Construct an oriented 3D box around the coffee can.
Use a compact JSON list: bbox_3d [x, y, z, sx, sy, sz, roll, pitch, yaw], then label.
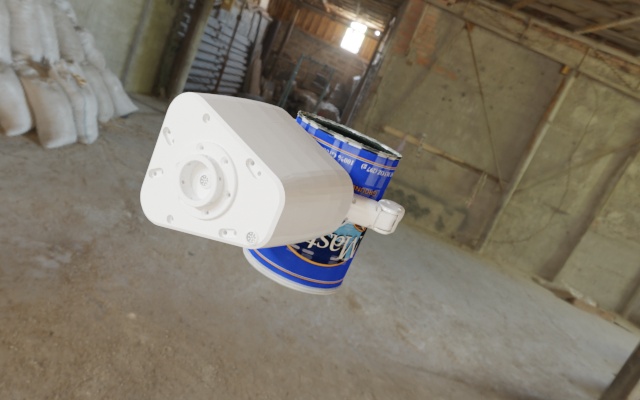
[{"bbox_3d":[0.000,0.002,0.448,0.103,0.140,0.102,22,14,-6],"label":"coffee can"}]
